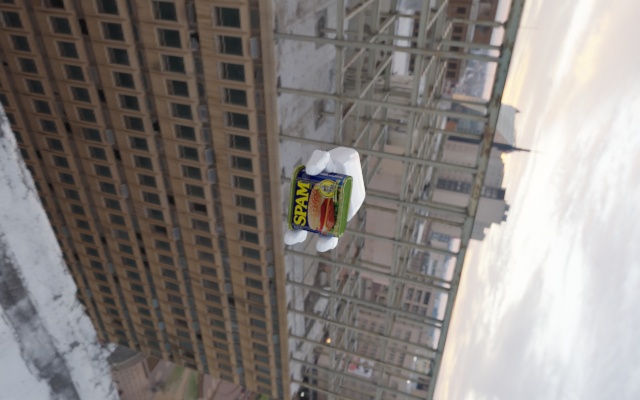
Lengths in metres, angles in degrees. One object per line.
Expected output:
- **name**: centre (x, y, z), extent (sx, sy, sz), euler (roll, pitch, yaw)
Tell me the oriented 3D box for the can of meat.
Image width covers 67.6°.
- **can of meat**: centre (0.000, 0.002, 0.737), extent (0.084, 0.102, 0.057), euler (12, 17, 16)
